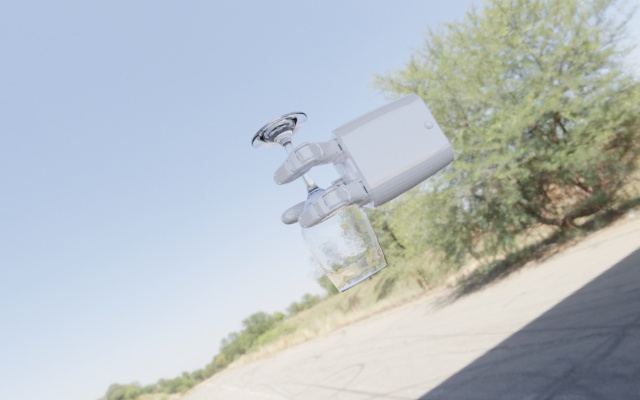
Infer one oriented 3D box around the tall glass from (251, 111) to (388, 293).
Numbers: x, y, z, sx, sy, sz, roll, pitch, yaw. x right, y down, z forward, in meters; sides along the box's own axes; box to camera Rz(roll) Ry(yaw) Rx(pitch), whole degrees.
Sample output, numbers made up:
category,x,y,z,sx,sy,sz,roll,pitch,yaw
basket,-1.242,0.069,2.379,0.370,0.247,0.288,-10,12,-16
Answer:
category,x,y,z,sx,sy,sz,roll,pitch,yaw
tall glass,0.000,0.001,0.544,0.079,0.201,0.079,-28,-11,-6
